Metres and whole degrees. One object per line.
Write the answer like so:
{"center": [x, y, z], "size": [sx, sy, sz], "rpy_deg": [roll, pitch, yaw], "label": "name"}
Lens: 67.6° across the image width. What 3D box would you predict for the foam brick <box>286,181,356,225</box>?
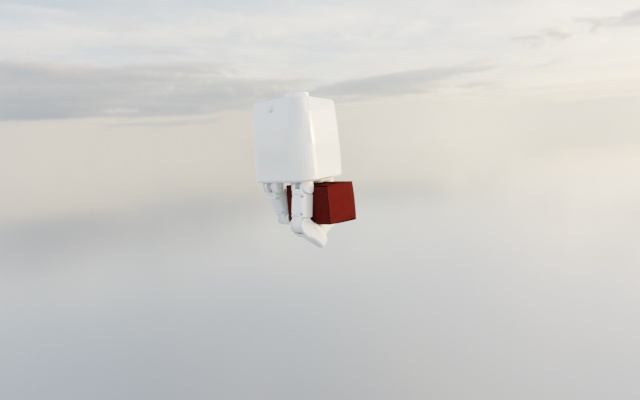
{"center": [0.000, 0.002, 0.633], "size": [0.078, 0.051, 0.053], "rpy_deg": [1, 8, 42], "label": "foam brick"}
